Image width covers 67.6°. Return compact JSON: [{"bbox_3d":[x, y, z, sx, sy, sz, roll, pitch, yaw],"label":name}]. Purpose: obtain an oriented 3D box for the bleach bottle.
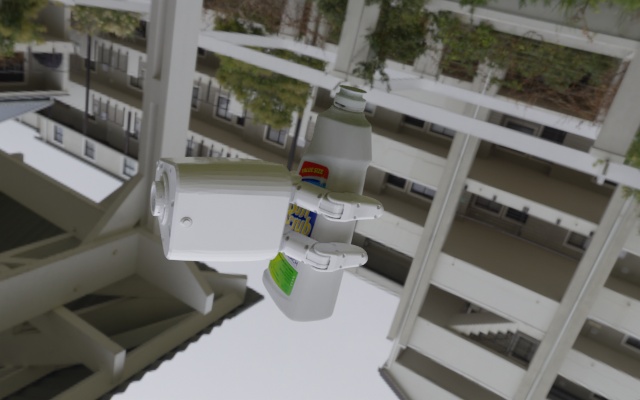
[{"bbox_3d":[0.000,0.002,0.514,0.068,0.251,0.102,1,25,-29],"label":"bleach bottle"}]
